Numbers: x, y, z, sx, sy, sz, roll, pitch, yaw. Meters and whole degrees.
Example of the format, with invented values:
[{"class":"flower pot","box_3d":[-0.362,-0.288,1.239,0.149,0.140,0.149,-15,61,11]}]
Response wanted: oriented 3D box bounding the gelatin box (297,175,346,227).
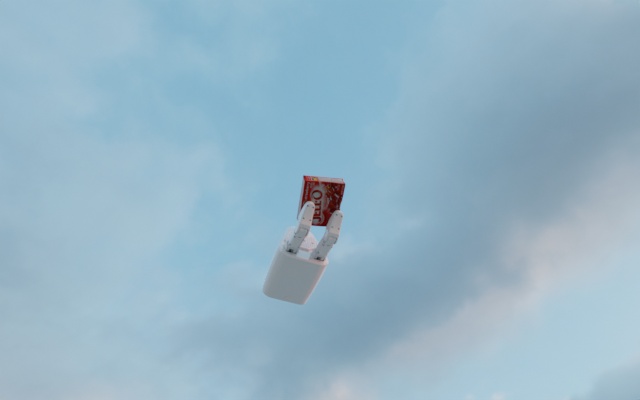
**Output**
[{"class":"gelatin box","box_3d":[0.000,0.002,0.849,0.073,0.089,0.030,5,23,-12]}]
